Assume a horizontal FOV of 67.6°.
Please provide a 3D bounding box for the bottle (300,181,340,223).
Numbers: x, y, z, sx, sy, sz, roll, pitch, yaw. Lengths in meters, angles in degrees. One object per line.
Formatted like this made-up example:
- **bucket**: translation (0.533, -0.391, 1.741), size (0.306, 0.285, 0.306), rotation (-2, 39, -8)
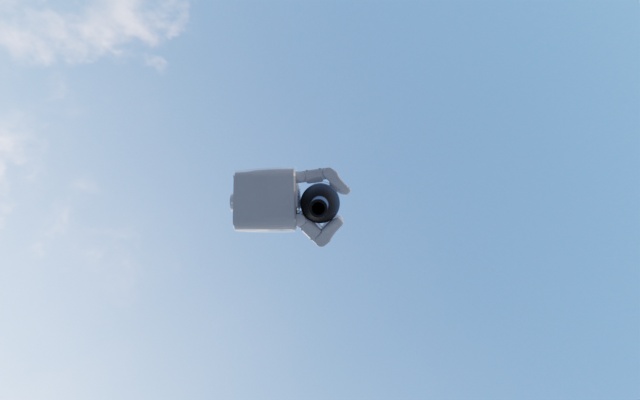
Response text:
- **bottle**: translation (0.000, 0.003, 0.829), size (0.069, 0.069, 0.295), rotation (0, 3, 1)
